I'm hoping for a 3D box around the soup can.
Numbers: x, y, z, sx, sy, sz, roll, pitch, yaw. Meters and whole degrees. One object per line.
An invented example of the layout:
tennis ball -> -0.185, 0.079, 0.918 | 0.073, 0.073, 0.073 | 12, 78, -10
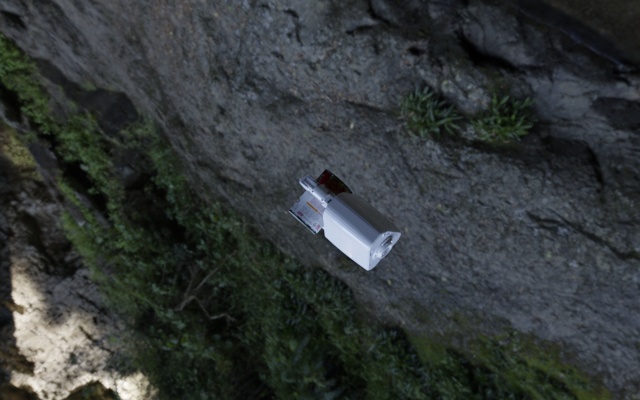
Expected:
soup can -> 0.000, 0.003, 0.871 | 0.068, 0.102, 0.068 | 42, -4, 4
